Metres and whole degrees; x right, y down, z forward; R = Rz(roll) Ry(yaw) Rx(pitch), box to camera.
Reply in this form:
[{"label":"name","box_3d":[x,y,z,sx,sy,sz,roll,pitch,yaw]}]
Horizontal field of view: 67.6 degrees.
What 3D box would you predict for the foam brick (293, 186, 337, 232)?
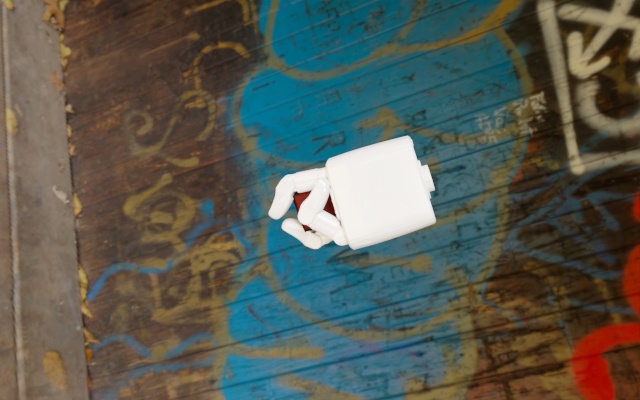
[{"label":"foam brick","box_3d":[0.000,0.002,0.641,0.051,0.053,0.078,-17,12,12]}]
